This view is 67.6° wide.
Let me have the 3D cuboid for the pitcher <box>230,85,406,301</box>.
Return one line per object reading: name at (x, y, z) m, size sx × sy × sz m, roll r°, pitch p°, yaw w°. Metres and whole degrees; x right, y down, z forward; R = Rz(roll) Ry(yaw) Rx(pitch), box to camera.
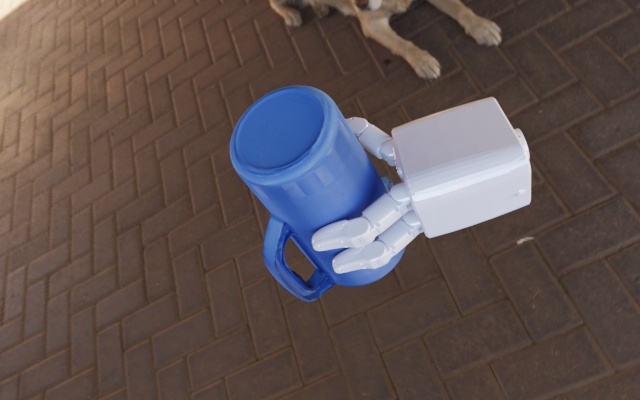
pitcher at (0.000, 0.002, 0.514) m, size 0.145 × 0.149 × 0.243 m, roll -17°, pitch -33°, yaw 14°
